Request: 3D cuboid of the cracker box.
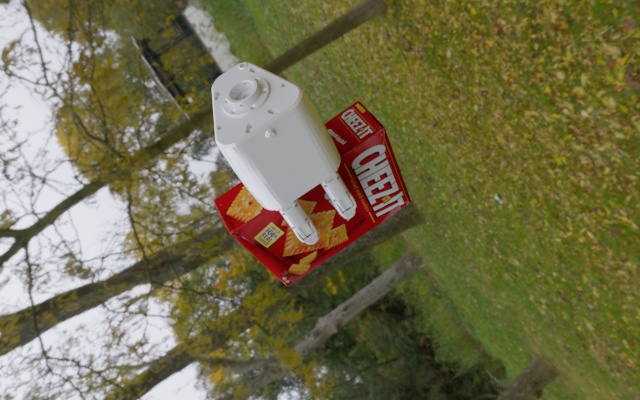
[{"bbox_3d":[0.000,0.002,0.613,0.213,0.072,0.164,-34,-38,-1],"label":"cracker box"}]
